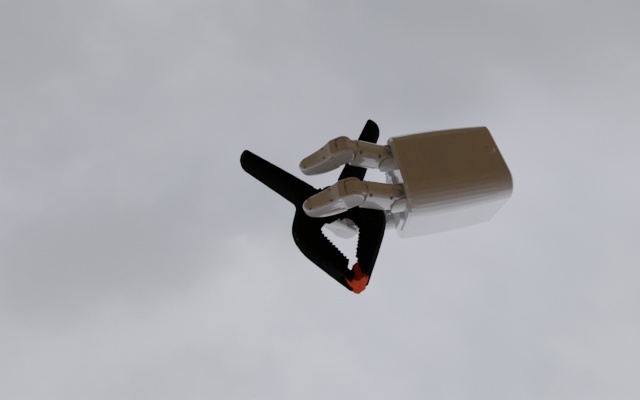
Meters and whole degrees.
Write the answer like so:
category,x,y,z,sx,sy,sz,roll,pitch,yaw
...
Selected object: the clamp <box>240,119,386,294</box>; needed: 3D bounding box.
category,x,y,z,sx,sy,sz,roll,pitch,yaw
clamp,0.000,0.003,0.500,0.164,0.209,0.036,-10,-38,0
